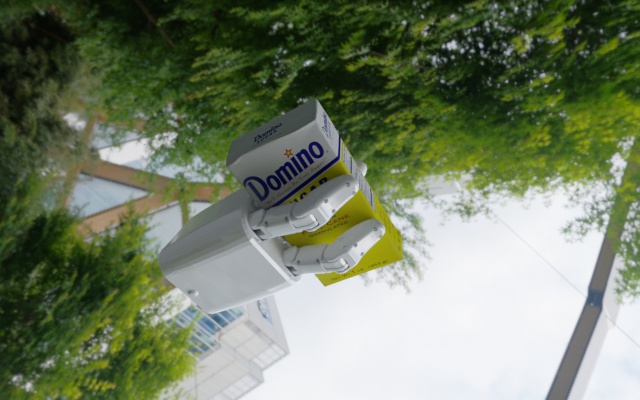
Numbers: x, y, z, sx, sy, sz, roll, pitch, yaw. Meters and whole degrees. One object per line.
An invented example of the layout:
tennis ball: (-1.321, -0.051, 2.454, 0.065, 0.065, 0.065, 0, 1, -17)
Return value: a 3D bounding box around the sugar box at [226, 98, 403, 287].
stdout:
sugar box: (0.000, 0.002, 0.449, 0.093, 0.176, 0.048, -24, 35, 20)
